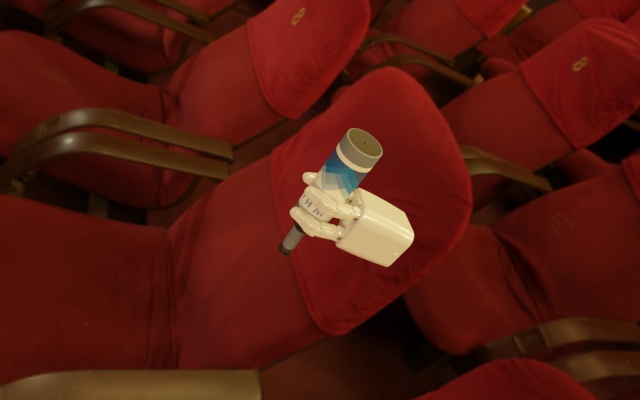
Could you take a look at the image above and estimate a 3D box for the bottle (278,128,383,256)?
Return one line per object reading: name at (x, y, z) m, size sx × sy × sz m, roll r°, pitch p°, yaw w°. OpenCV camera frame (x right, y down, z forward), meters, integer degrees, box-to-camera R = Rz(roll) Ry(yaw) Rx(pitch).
bottle at (0.000, 0.003, 0.842) m, size 0.069 × 0.069 × 0.296 m, roll 0°, pitch -40°, yaw -38°
